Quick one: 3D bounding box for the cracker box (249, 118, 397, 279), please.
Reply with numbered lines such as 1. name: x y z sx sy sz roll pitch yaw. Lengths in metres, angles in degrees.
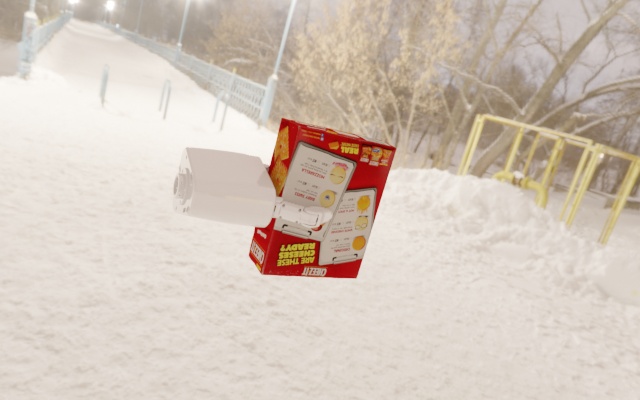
1. cracker box: 0.000 0.002 0.700 0.164 0.214 0.072 8 16 -29
